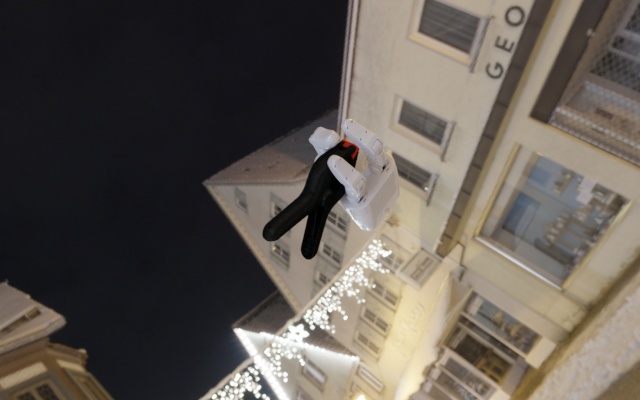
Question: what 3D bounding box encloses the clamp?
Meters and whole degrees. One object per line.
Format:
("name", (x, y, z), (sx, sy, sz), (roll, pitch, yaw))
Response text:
("clamp", (0.000, 0.002, 0.637), (0.039, 0.171, 0.120), (34, -10, 27))
